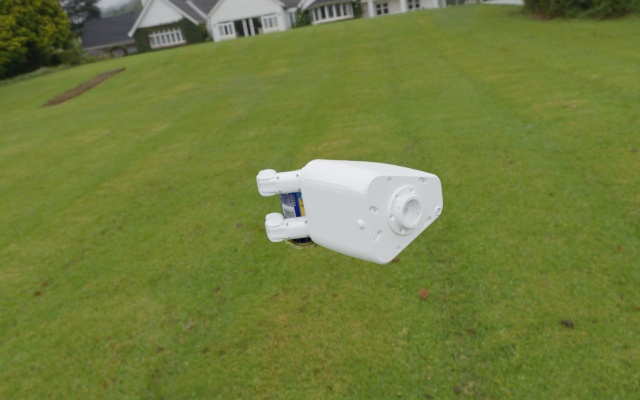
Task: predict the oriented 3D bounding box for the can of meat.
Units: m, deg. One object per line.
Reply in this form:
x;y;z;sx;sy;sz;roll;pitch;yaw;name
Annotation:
0.000;0.002;0.594;0.102;0.084;0.057;-19;19;-27;can of meat
